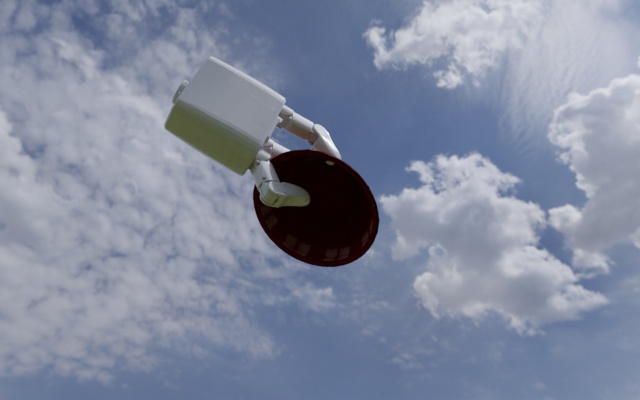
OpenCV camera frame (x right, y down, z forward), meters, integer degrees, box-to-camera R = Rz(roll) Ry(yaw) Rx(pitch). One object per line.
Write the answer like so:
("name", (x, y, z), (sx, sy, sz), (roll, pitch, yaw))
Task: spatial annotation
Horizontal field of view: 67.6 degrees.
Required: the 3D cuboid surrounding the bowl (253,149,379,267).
("bowl", (0.001, 0.003, 0.594), (0.162, 0.162, 0.055), (0, 28, 23))
